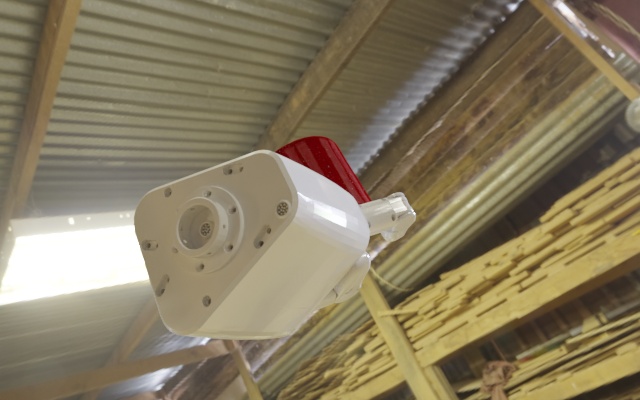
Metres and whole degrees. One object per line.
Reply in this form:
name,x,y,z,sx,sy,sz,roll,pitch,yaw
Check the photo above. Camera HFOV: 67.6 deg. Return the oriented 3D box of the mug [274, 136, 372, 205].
mug,0.001,0.002,0.428,0.093,0.081,0.117,-35,-24,12
